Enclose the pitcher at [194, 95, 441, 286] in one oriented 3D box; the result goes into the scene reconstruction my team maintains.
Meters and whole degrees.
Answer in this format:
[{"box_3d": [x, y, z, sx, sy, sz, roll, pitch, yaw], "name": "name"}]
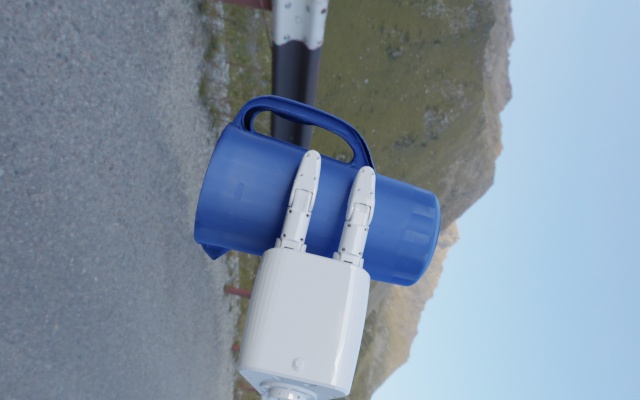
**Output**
[{"box_3d": [0.000, 0.002, 0.511, 0.243, 0.145, 0.149, 15, -34, -4], "name": "pitcher"}]
